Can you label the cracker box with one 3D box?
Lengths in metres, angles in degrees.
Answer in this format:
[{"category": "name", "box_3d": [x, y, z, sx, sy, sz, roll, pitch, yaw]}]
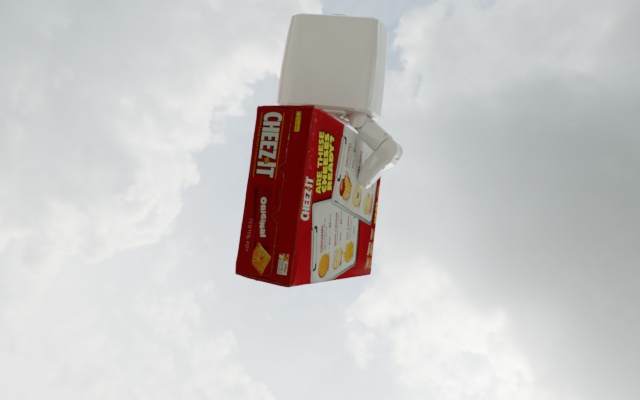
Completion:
[{"category": "cracker box", "box_3d": [0.000, 0.002, 0.525, 0.072, 0.164, 0.214, 6, -3, 26]}]
